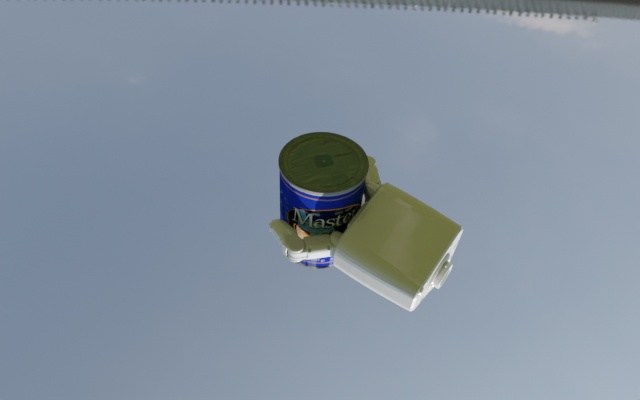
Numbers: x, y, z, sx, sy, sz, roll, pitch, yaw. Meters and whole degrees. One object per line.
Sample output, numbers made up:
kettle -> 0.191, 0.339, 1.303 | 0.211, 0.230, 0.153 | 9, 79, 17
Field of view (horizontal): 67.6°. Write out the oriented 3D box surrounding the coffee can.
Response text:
coffee can -> 0.000, 0.002, 0.589 | 0.103, 0.102, 0.140 | 0, -43, -4
